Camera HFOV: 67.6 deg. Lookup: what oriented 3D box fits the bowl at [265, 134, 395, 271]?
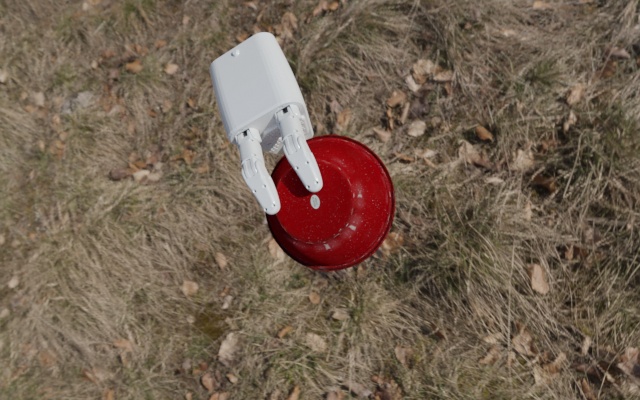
[{"bbox_3d":[0.001,0.003,0.539,0.162,0.162,0.055,0,-2,18],"label":"bowl"}]
